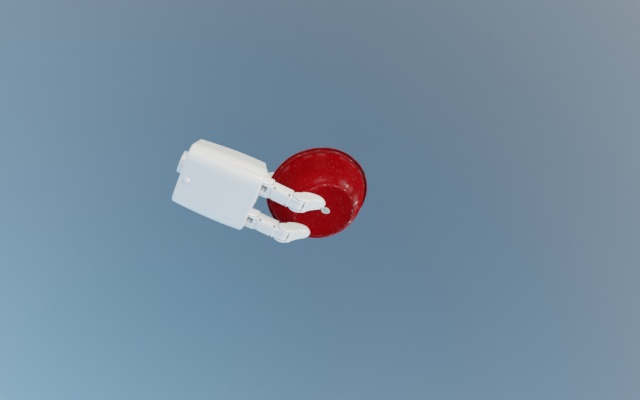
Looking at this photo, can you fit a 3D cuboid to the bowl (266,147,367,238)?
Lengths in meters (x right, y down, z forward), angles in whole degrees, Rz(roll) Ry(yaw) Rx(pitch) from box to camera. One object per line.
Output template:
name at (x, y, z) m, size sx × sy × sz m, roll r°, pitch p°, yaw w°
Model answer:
bowl at (0.001, 0.003, 0.734) m, size 0.162 × 0.162 × 0.055 m, roll 0°, pitch 32°, yaw -13°
